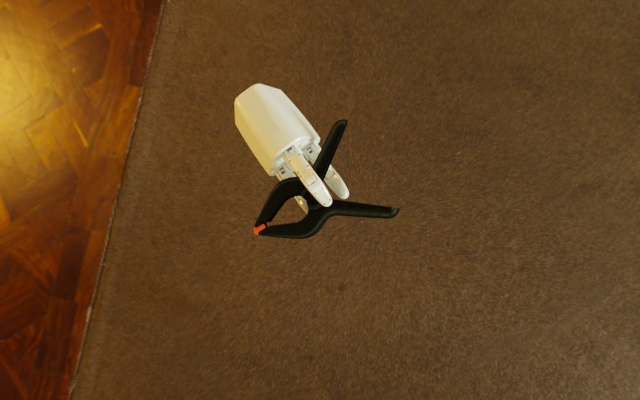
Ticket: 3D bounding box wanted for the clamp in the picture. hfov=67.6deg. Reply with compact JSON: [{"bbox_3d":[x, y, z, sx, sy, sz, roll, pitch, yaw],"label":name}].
[{"bbox_3d":[-0.001,0.002,0.708,0.210,0.164,0.036,-37,-8,2],"label":"clamp"}]
